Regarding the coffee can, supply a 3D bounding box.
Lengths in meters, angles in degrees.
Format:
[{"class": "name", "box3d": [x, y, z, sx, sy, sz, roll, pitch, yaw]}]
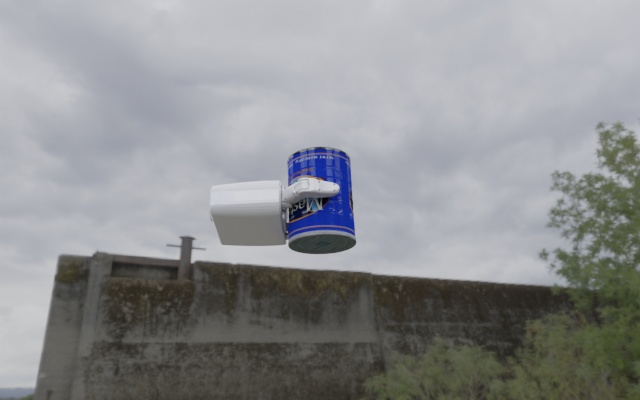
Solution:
[{"class": "coffee can", "box3d": [0.000, 0.003, 0.741, 0.103, 0.140, 0.103, -2, -22, -1]}]
